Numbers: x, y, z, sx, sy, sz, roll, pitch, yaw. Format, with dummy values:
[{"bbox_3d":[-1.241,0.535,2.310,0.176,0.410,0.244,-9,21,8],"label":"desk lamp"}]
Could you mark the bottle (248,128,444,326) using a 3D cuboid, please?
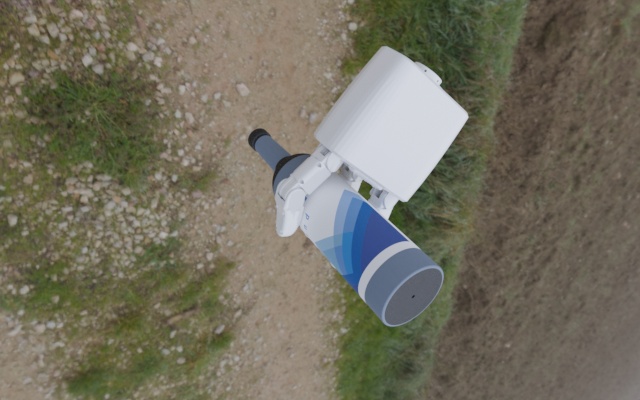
[{"bbox_3d":[0.000,0.002,0.494,0.069,0.069,0.295,0,32,-39],"label":"bottle"}]
